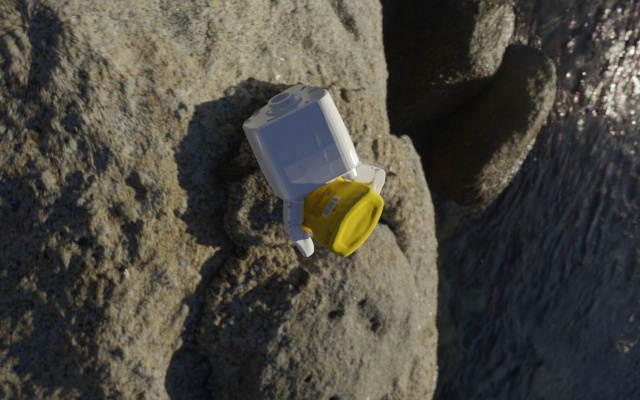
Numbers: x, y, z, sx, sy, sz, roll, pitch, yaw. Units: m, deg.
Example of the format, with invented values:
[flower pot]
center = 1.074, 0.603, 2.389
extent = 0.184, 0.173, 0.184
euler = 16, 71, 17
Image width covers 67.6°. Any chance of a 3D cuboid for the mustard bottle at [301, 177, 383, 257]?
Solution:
[mustard bottle]
center = 0.000, 0.003, 0.676
extent = 0.058, 0.096, 0.191
euler = 36, -3, -35
